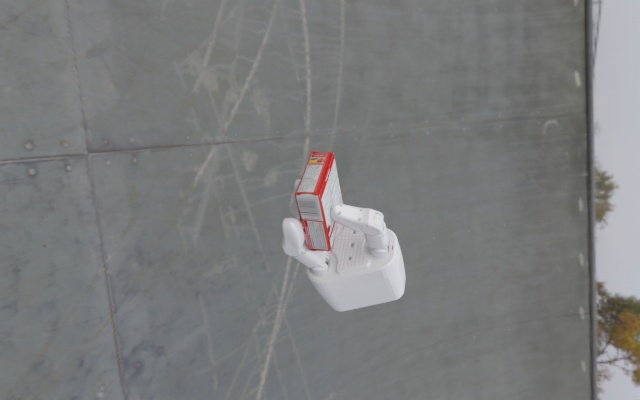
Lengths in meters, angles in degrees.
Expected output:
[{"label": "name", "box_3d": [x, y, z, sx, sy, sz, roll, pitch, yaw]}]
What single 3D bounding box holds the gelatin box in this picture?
[{"label": "gelatin box", "box_3d": [0.000, 0.002, 0.536, 0.030, 0.089, 0.073, 3, 44, 16]}]
